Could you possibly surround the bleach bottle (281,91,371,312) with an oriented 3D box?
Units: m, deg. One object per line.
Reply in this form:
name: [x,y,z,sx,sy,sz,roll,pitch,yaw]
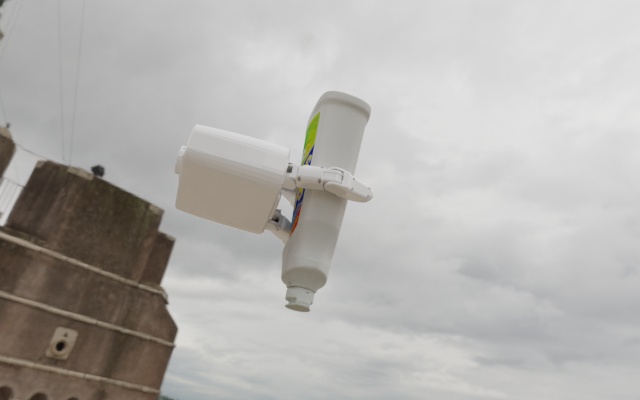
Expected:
bleach bottle: [0.000,0.002,0.558,0.068,0.250,0.103,17,-26,-12]
